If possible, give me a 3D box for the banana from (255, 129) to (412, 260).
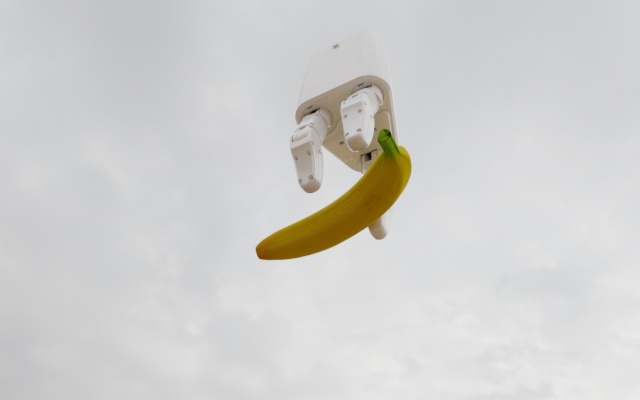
[{"bbox_3d":[0.017,0.006,0.426,0.070,0.037,0.198,24,-47,-26],"label":"banana"}]
